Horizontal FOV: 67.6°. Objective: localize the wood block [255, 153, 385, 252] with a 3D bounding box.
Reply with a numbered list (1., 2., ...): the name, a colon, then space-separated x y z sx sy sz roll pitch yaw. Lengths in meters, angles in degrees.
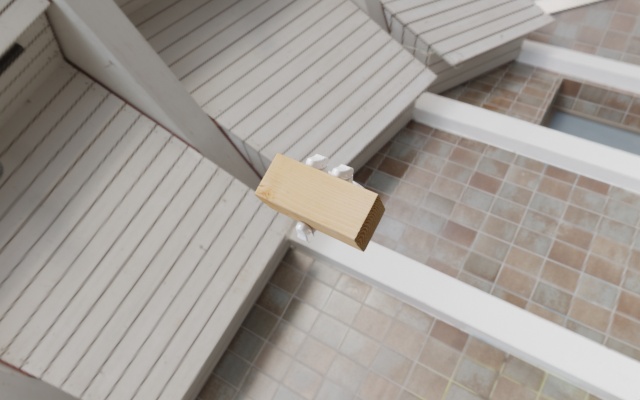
1. wood block: 0.000 0.003 0.860 0.206 0.091 0.090 23 -11 22
